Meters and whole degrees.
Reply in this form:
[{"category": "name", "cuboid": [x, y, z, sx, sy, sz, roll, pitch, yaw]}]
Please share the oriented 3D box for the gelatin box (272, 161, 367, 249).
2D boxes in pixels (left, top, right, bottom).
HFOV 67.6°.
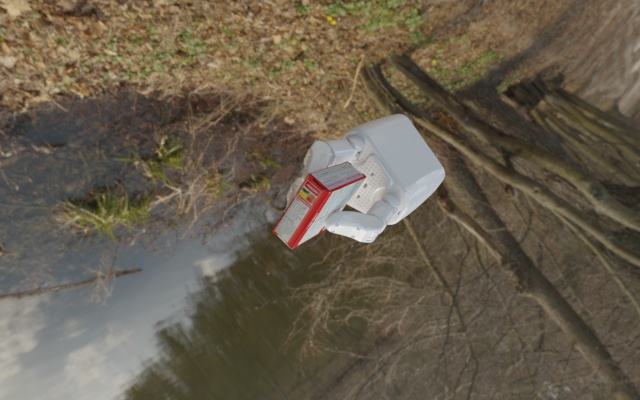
[{"category": "gelatin box", "cuboid": [0.000, 0.002, 0.474, 0.030, 0.073, 0.089, 41, 28, 13]}]
